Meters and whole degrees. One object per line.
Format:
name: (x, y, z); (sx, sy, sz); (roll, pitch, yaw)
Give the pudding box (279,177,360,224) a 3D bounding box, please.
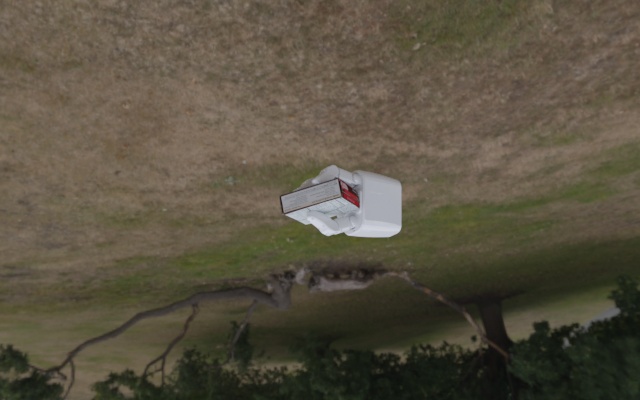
pudding box: (0.000, 0.003, 0.813); (0.113, 0.039, 0.090); (-18, -21, 18)
